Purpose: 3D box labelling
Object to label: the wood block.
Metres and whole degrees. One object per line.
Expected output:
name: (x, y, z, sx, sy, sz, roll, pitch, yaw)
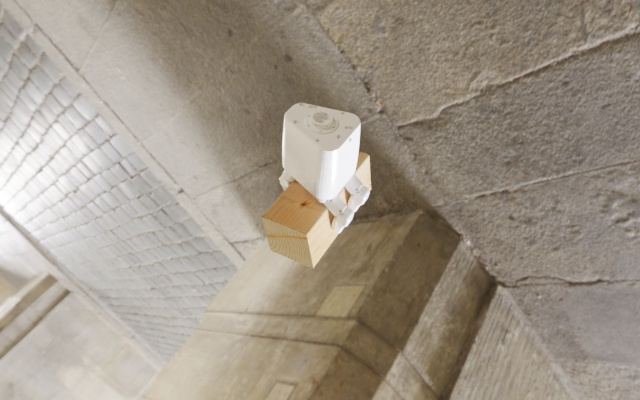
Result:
wood block: (0.000, 0.002, 0.828, 0.091, 0.090, 0.206, 20, 51, 26)
